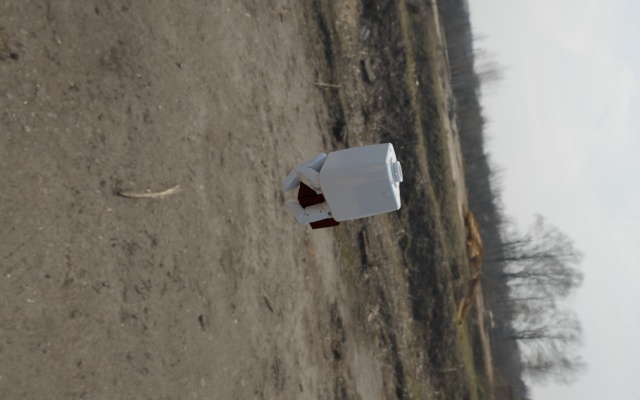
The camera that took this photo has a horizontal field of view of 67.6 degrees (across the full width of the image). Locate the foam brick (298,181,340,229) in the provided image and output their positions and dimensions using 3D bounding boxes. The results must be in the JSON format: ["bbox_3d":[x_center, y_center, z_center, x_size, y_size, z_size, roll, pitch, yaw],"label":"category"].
[{"bbox_3d":[0.000,0.003,0.809,0.051,0.078,0.053,-10,41,17],"label":"foam brick"}]
